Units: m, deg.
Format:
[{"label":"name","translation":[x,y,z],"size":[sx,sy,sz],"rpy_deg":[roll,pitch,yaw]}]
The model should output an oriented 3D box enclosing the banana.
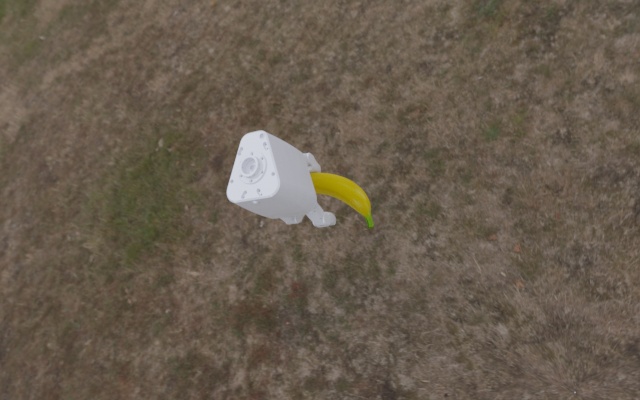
[{"label":"banana","translation":[0.009,-0.014,0.827],"size":[0.198,0.069,0.037],"rpy_deg":[19,3,28]}]
